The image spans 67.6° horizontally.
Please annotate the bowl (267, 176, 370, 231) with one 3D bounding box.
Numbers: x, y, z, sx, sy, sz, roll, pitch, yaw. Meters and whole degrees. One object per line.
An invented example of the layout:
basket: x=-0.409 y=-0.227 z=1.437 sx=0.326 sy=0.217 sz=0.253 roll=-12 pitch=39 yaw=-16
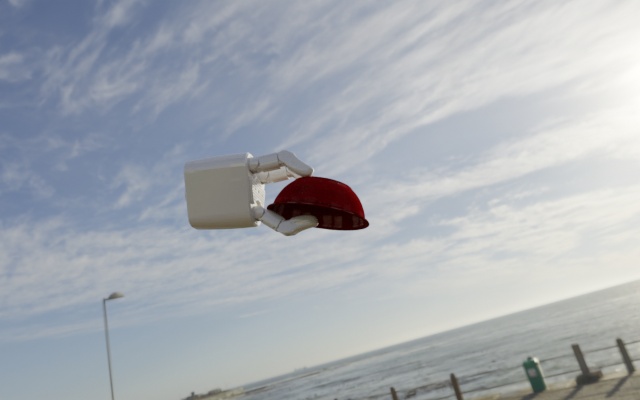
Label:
bowl: x=0.002 y=0.002 z=0.748 sx=0.162 sy=0.055 sz=0.162 roll=9 pitch=-14 yaw=2
